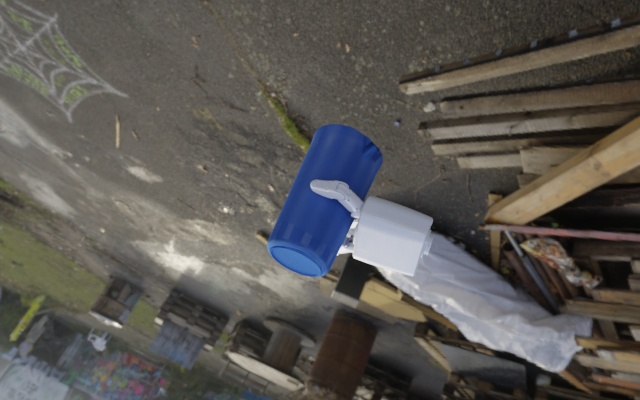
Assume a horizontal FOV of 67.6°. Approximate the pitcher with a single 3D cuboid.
[{"bbox_3d":[0.000,0.003,0.812,0.145,0.242,0.149,18,-29,13],"label":"pitcher"}]
